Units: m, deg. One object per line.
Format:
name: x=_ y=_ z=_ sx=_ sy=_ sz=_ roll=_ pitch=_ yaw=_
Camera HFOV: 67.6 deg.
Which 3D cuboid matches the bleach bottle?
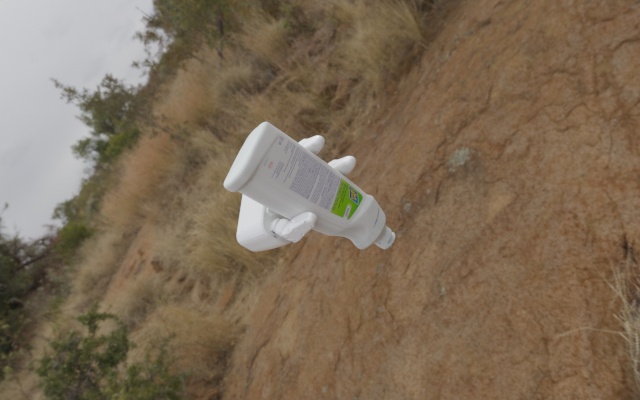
bleach bottle: x=0.000 y=0.002 z=0.656 sx=0.251 sy=0.102 sz=0.068 roll=33 pitch=-29 yaw=-21
